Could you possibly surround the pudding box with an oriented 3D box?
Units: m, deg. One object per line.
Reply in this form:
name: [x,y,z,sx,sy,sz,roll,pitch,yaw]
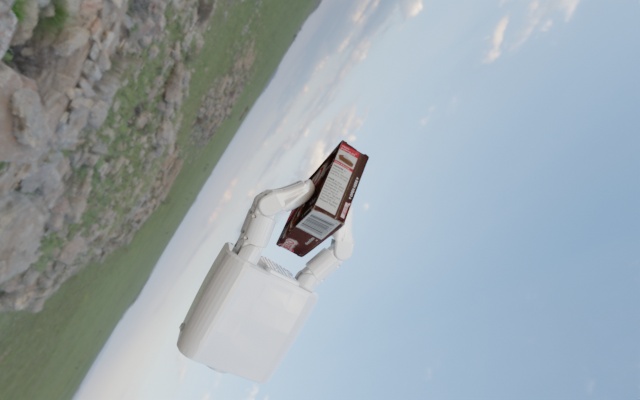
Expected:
pudding box: [0.000,0.002,0.509,0.039,0.090,0.113,30,-32,-13]
